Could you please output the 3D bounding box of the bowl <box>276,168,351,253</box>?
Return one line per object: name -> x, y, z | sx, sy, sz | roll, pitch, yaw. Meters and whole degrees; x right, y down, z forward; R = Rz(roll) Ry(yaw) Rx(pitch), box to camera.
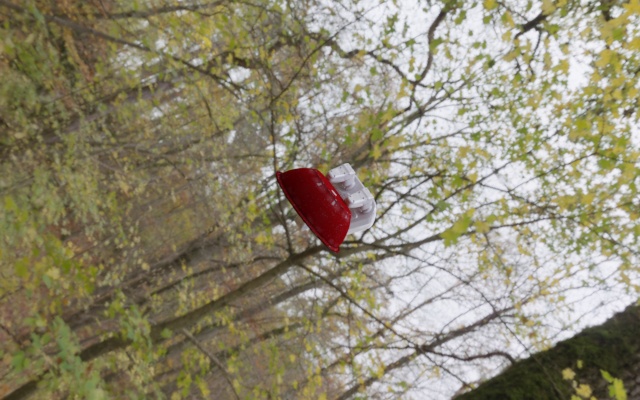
bowl -> 0.000, 0.002, 0.754 | 0.055, 0.162, 0.162 | -38, -6, 8
